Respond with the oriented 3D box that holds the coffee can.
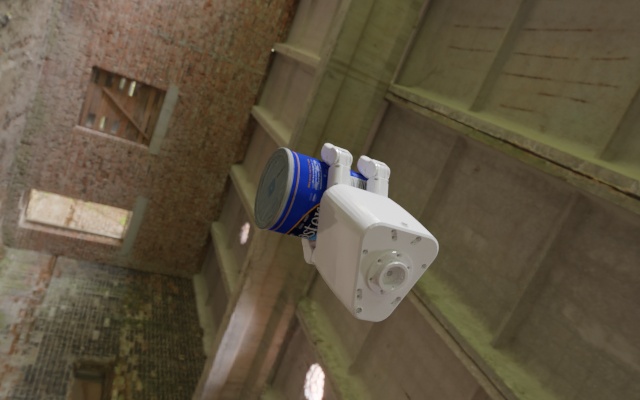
[{"bbox_3d":[0.000,0.002,0.607,0.140,0.103,0.103,16,-7,-25],"label":"coffee can"}]
